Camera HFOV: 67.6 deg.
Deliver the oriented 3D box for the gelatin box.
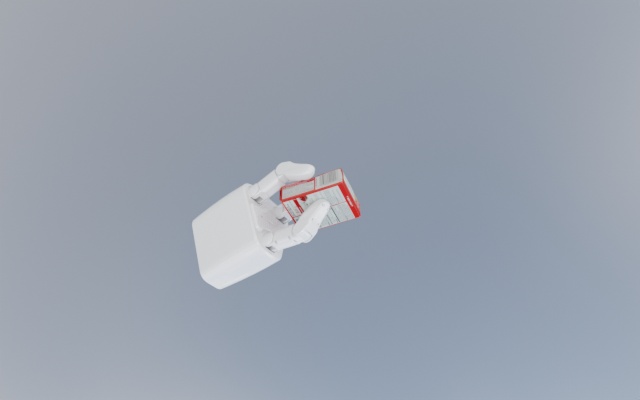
[{"bbox_3d":[0.000,0.002,0.634,0.089,0.030,0.073,-17,-45,14],"label":"gelatin box"}]
